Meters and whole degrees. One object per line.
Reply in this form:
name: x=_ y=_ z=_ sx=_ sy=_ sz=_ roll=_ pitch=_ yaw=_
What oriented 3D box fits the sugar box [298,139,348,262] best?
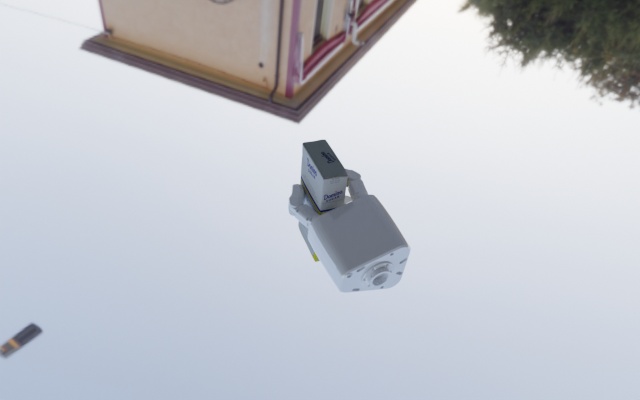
sugar box: x=0.001 y=0.003 z=0.752 sx=0.048 sy=0.176 sz=0.093 roll=-10 pitch=45 yaw=-20
